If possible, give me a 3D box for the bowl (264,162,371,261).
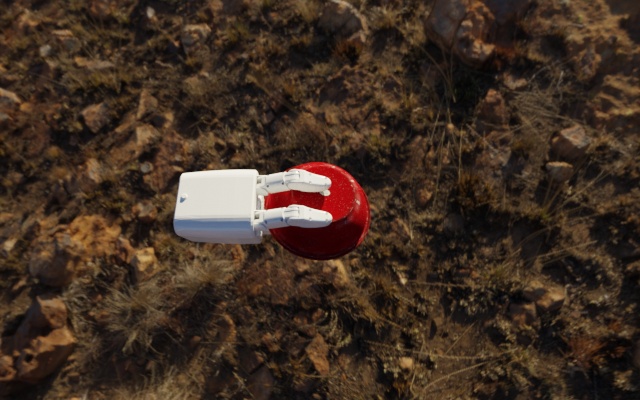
[{"bbox_3d":[0.001,0.002,0.689,0.162,0.162,0.055,0,-28,-11],"label":"bowl"}]
